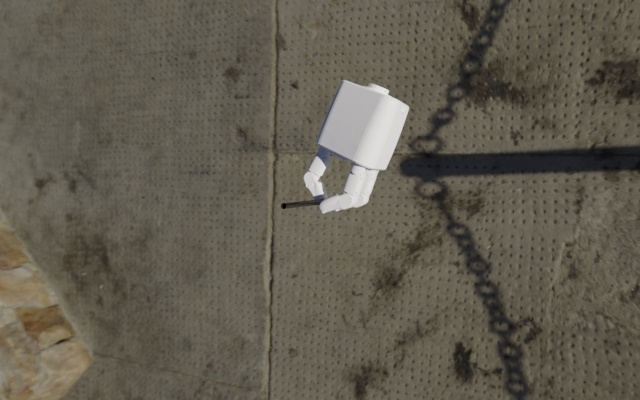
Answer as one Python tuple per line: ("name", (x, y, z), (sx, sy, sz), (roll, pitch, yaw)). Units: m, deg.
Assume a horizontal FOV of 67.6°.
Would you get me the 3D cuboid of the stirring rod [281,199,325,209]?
("stirring rod", (0.000, 0.002, 0.729), (0.011, 0.011, 0.239), (0, 2, 24))
